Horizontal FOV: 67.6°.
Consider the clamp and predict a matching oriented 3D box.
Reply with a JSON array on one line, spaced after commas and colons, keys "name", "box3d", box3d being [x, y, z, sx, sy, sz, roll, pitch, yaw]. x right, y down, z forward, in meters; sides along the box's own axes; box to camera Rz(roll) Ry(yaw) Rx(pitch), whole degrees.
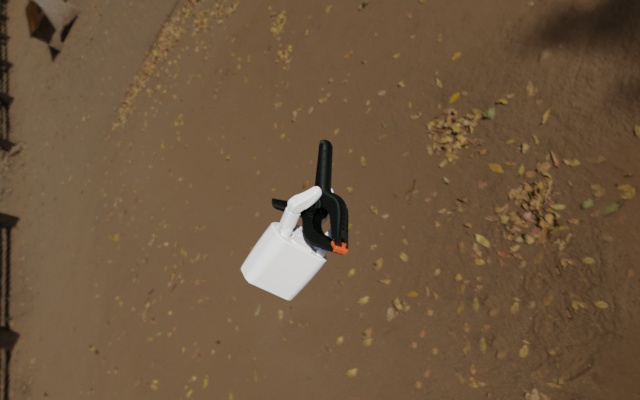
[{"name": "clamp", "box3d": [0.000, 0.003, 0.812, 0.036, 0.164, 0.210, 20, 24, -41]}]
